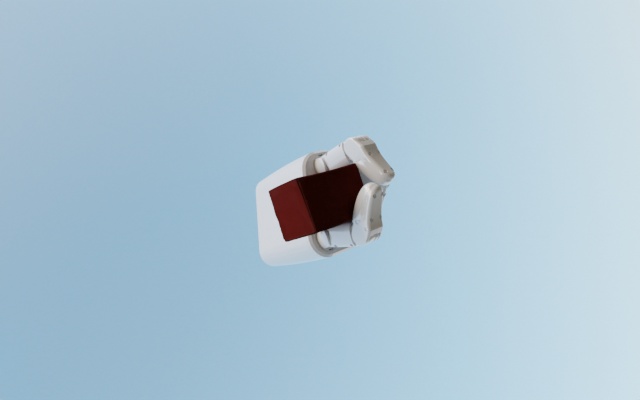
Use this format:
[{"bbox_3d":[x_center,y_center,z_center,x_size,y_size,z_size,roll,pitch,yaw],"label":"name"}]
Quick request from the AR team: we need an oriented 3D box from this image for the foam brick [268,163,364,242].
[{"bbox_3d":[0.000,0.001,0.454,0.078,0.053,0.051,-17,-2,-41],"label":"foam brick"}]
